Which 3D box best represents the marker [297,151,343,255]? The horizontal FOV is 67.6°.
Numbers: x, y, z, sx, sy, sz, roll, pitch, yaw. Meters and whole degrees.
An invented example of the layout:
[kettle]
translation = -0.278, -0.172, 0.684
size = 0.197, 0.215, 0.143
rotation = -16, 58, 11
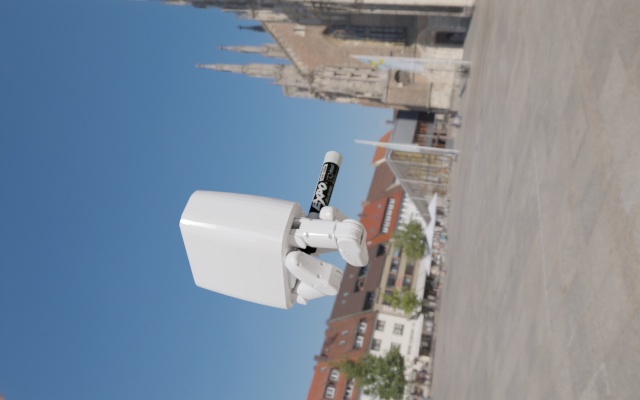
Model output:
[marker]
translation = 0.000, 0.002, 0.479
size = 0.020, 0.121, 0.020
rotation = 12, -32, 8
